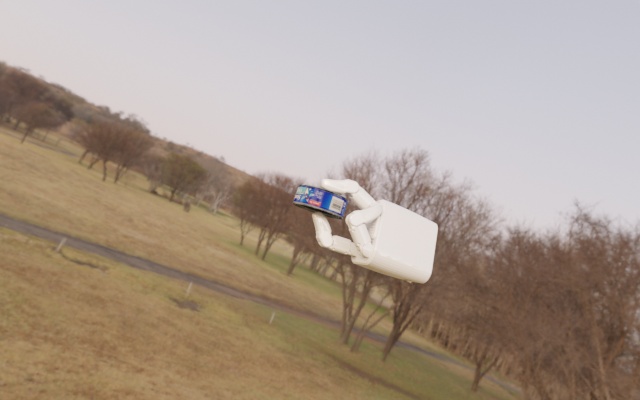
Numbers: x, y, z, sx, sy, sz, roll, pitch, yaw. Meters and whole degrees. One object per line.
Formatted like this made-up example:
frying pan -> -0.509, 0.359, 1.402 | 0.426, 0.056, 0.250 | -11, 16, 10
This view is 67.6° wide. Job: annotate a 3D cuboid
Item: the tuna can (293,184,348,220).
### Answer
tuna can -> 0.000, 0.002, 0.778 | 0.086, 0.033, 0.086 | 17, -6, 2
